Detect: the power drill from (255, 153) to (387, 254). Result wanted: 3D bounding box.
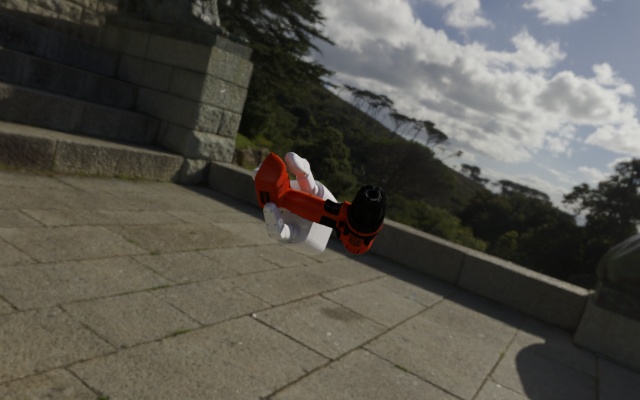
[{"bbox_3d":[0.000,0.002,0.681,0.187,0.057,0.184,26,-25,9],"label":"power drill"}]
